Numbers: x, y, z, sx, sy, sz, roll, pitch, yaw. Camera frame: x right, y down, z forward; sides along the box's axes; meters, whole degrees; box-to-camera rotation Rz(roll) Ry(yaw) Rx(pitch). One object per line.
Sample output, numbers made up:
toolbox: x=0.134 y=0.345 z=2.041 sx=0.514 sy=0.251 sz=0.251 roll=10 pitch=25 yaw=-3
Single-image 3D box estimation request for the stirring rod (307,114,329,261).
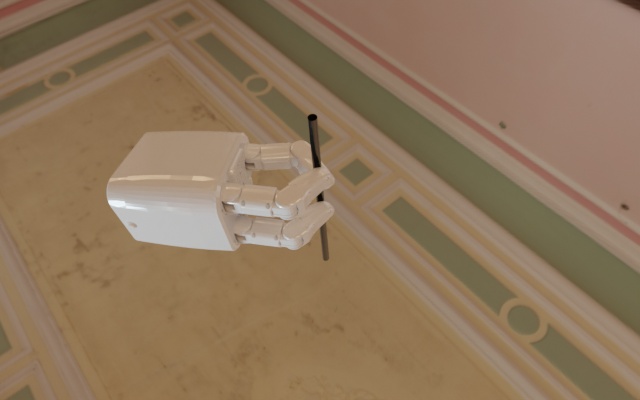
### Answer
stirring rod: x=0.000 y=0.001 z=0.483 sx=0.011 sy=0.011 sz=0.240 roll=0 pitch=-35 yaw=4
